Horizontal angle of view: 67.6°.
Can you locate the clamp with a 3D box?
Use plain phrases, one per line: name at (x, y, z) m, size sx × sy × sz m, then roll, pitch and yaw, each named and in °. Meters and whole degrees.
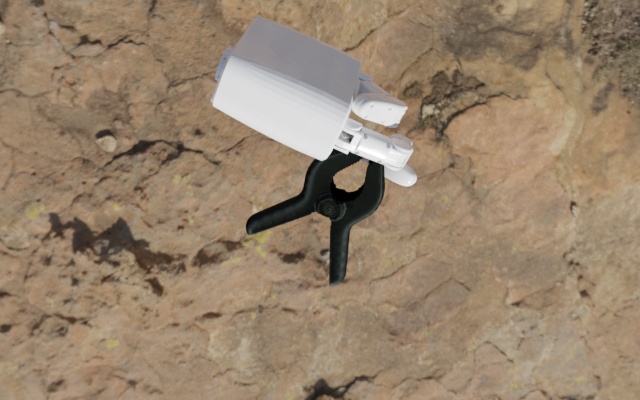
clamp at (0.000, 0.002, 0.481) m, size 0.120 × 0.171 × 0.039 m, roll 22°, pitch 25°, yaw -9°
